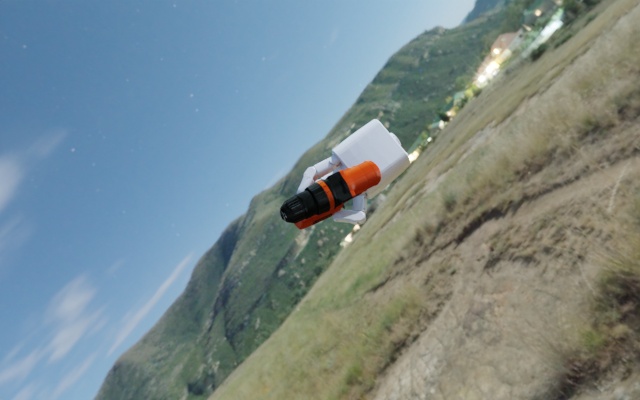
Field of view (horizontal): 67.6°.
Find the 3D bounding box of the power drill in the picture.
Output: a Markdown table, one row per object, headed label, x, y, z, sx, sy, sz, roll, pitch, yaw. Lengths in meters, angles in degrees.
| label | x | y | z | sx | sy | sz | roll | pitch | yaw |
| --- | --- | --- | --- | --- | --- | --- | --- | --- | --- |
| power drill | 0.000 | 0.003 | 0.838 | 0.184 | 0.057 | 0.188 | -24 | -4 | -19 |
